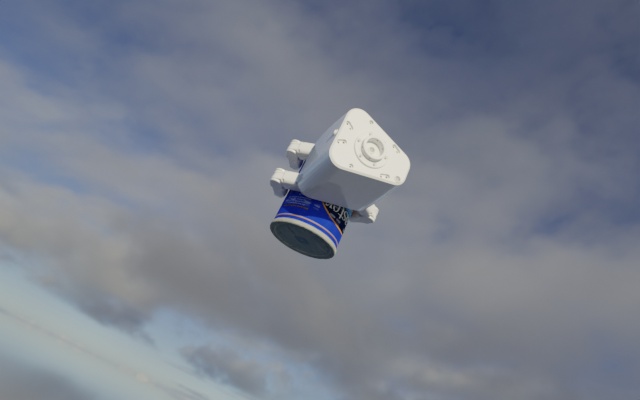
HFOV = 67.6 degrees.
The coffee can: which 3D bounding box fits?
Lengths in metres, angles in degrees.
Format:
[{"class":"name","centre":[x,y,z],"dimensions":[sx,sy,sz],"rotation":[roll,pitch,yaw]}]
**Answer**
[{"class":"coffee can","centre":[0.000,0.003,0.717],"dimensions":[0.103,0.140,0.103],"rotation":[20,-27,11]}]
